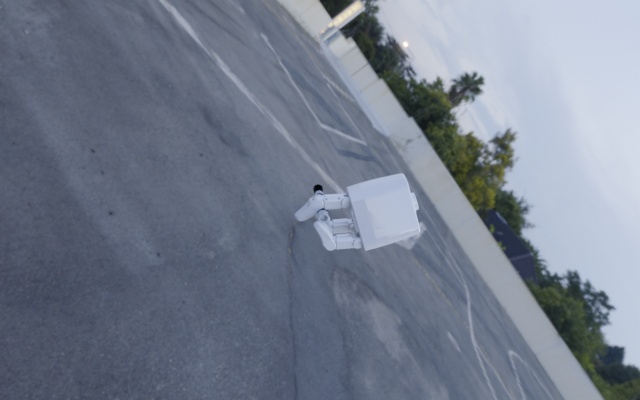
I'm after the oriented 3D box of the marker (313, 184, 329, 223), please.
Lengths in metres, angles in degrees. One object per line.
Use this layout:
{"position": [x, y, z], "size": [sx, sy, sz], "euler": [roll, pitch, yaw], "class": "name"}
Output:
{"position": [0.000, 0.003, 0.878], "size": [0.020, 0.020, 0.121], "euler": [0, 28, -6], "class": "marker"}
